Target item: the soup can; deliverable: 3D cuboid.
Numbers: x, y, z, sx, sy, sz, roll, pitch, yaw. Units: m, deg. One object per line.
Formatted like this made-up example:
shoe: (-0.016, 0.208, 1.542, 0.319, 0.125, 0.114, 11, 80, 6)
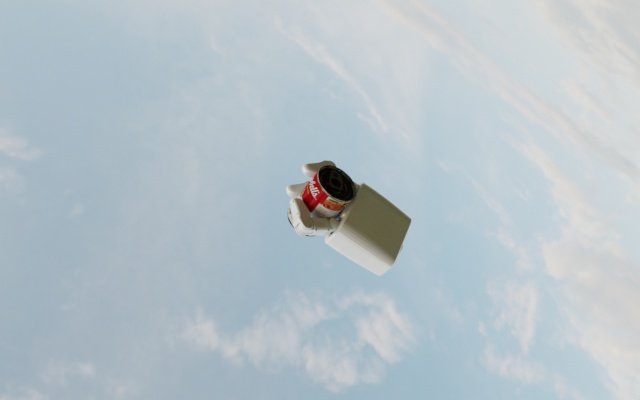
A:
soup can: (0.000, 0.002, 0.746, 0.068, 0.068, 0.102, 0, -35, -38)
